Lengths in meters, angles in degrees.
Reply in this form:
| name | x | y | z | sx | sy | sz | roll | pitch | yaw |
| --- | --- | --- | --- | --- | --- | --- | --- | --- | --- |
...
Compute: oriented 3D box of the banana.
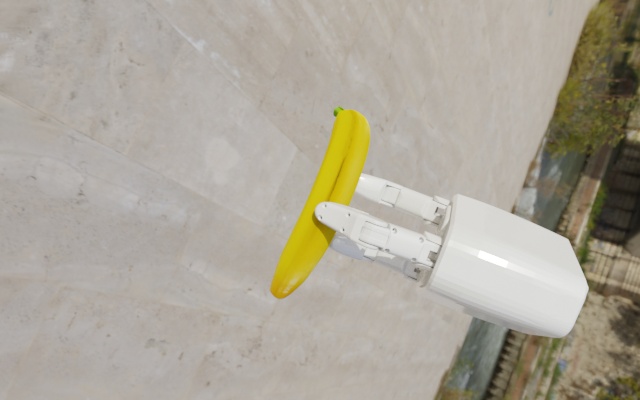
| name | x | y | z | sx | sy | sz | roll | pitch | yaw |
| --- | --- | --- | --- | --- | --- | --- | --- | --- | --- |
| banana | 0.006 | -0.005 | 0.425 | 0.037 | 0.197 | 0.069 | 24 | -17 | -10 |
